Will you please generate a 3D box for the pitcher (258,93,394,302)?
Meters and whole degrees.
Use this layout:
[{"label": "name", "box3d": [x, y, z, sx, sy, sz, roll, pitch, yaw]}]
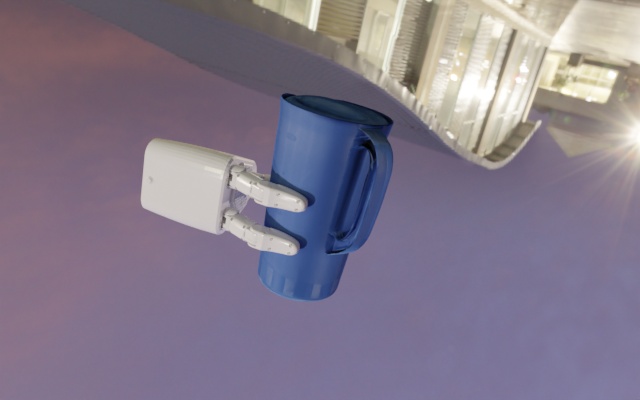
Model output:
[{"label": "pitcher", "box3d": [0.000, 0.002, 0.580, 0.145, 0.243, 0.149, 16, 21, 7]}]
